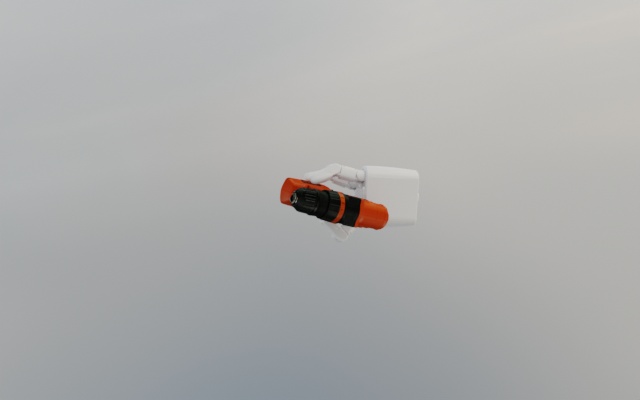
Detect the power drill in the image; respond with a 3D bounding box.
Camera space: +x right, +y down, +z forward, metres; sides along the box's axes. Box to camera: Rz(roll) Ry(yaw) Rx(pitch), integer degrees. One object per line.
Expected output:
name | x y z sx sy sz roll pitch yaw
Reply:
power drill | 0.000 0.003 0.837 0.184 0.057 0.187 15 4 -31
